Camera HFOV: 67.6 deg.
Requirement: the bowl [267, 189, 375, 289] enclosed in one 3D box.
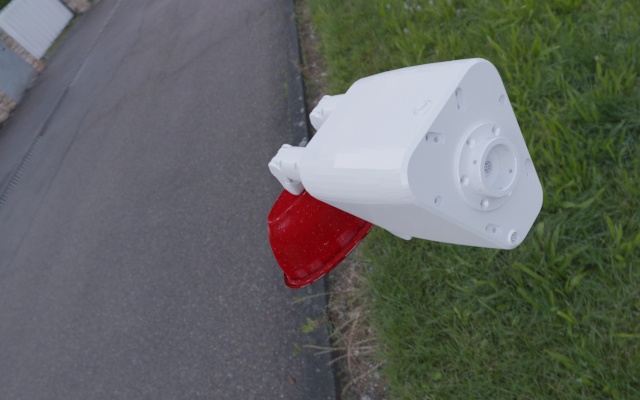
[{"bbox_3d":[-0.001,0.002,0.451,0.055,0.162,0.162,40,-11,-14],"label":"bowl"}]
